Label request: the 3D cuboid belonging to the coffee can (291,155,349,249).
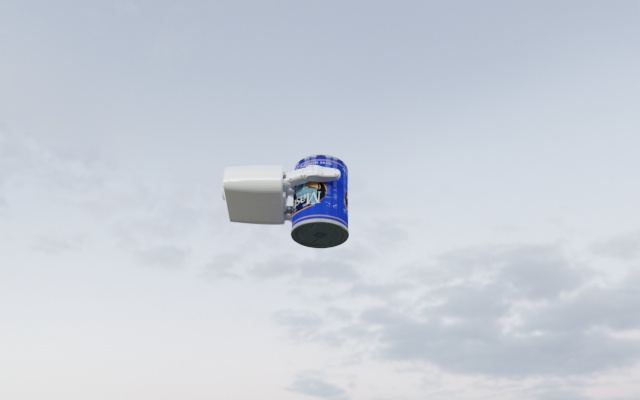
[{"bbox_3d":[0.000,0.003,0.871,0.103,0.140,0.103,1,-31,1],"label":"coffee can"}]
